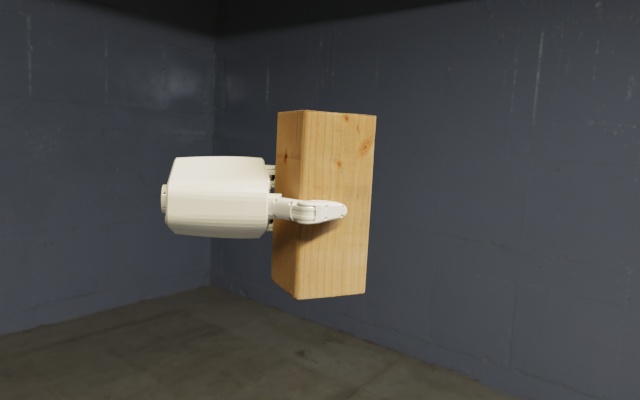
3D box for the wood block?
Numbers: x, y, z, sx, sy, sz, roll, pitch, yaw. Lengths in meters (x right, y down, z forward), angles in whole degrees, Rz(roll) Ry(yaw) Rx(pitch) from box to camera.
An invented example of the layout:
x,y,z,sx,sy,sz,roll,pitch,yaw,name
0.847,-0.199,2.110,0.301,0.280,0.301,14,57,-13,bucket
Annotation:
x,y,z,sx,sy,sz,roll,pitch,yaw,name
0.000,0.002,0.566,0.090,0.206,0.091,0,8,-25,wood block
